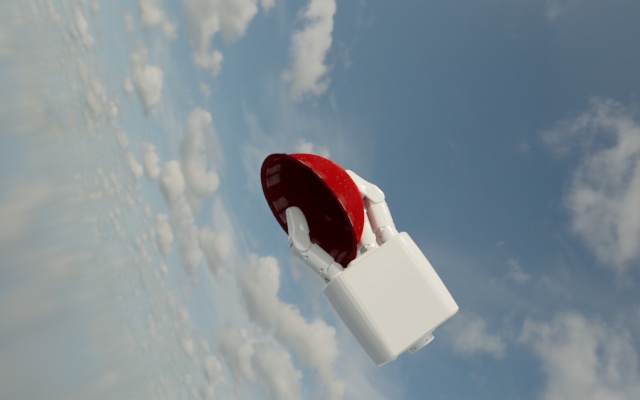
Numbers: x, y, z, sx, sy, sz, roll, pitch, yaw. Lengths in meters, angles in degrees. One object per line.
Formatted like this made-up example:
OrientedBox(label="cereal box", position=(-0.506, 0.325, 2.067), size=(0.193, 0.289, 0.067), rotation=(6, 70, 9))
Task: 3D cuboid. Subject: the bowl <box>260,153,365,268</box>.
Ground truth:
OrientedBox(label="bowl", position=(0.000, 0.001, 0.576), size=(0.055, 0.162, 0.162), rotation=(-38, 21, -29))
